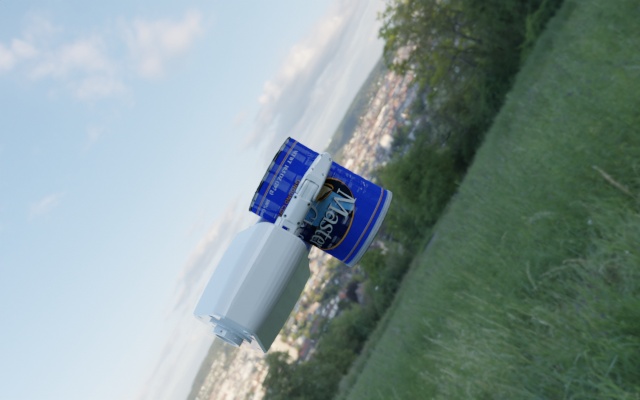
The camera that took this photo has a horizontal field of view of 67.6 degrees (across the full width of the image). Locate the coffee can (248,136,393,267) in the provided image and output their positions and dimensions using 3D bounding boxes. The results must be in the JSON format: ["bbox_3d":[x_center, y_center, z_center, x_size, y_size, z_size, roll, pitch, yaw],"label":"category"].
[{"bbox_3d":[0.000,0.002,0.572,0.140,0.103,0.103,29,-1,-2],"label":"coffee can"}]
